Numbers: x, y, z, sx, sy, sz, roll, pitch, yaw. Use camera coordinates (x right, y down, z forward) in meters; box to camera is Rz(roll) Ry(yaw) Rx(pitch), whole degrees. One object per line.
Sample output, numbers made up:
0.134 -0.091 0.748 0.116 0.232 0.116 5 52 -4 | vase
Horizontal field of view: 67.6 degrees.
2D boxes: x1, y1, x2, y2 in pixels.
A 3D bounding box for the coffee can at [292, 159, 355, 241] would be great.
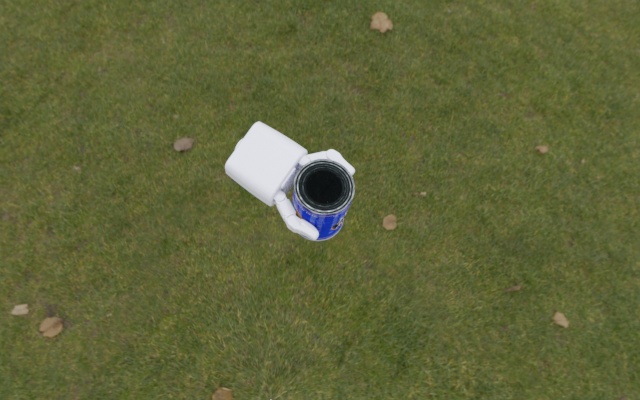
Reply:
0.000 0.003 0.853 0.103 0.102 0.140 0 -23 -6 | coffee can
